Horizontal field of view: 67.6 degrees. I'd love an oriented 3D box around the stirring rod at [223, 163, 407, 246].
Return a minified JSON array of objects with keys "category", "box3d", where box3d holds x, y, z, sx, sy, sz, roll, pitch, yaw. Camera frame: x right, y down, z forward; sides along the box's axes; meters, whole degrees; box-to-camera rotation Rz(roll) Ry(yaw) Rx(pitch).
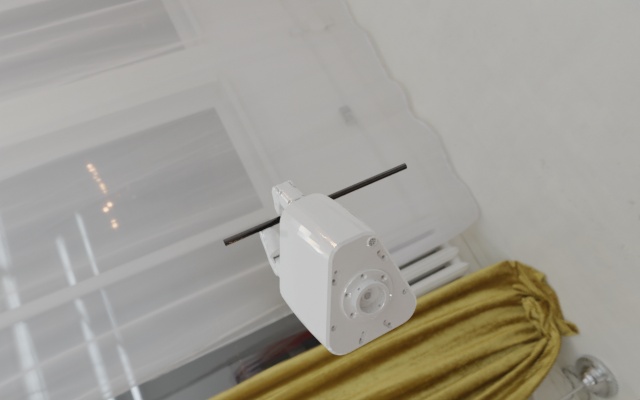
[{"category":"stirring rod","box3d":[0.000,0.002,0.561,0.239,0.011,0.011,-23,7,-17]}]
